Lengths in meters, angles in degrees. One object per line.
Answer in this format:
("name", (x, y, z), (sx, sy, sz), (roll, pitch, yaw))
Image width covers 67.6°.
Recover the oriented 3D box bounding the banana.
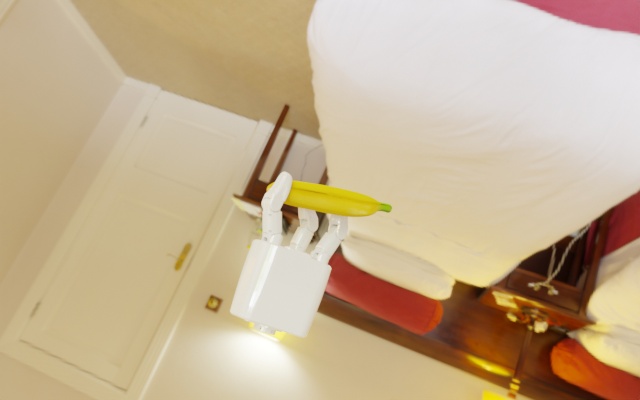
("banana", (-0.003, -0.002, 0.676), (0.198, 0.037, 0.070), (11, -9, 23))
